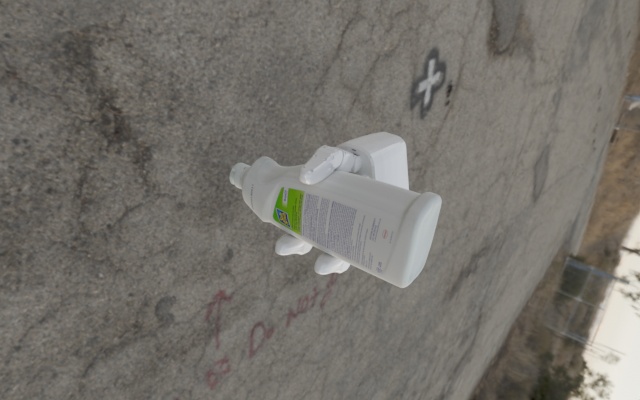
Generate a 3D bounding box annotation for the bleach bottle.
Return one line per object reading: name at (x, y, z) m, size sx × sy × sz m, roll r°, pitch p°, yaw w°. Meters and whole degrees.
bleach bottle at (0.000, 0.002, 0.535) m, size 0.251 × 0.103 × 0.068 m, roll 23°, pitch 30°, yaw 27°
